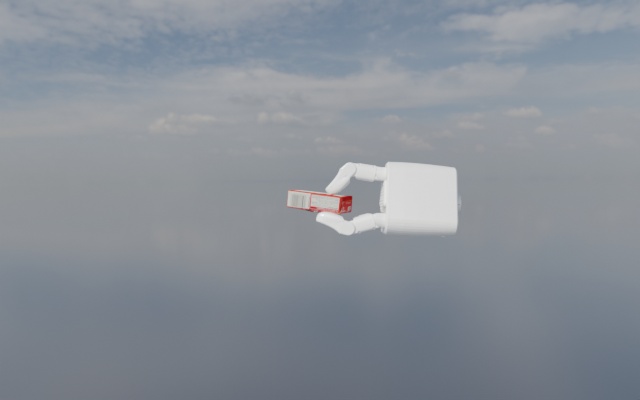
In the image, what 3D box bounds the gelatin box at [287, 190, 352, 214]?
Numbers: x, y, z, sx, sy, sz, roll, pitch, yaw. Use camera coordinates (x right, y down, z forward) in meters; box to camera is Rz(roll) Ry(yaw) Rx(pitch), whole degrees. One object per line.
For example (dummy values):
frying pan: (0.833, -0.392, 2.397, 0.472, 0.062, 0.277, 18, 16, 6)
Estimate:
gelatin box: (0.000, 0.002, 0.757, 0.089, 0.030, 0.073, 8, 3, 16)
